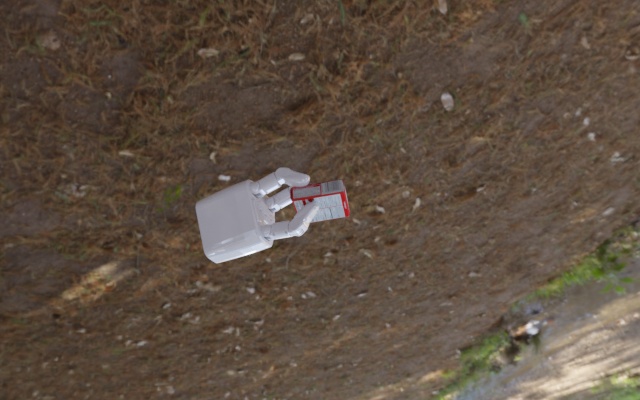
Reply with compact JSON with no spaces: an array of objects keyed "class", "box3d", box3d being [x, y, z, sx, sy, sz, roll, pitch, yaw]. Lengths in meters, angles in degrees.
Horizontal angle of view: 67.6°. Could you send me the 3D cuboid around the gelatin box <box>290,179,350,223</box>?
[{"class":"gelatin box","box3d":[0.000,0.003,0.794,0.089,0.030,0.073,-9,-36,5]}]
